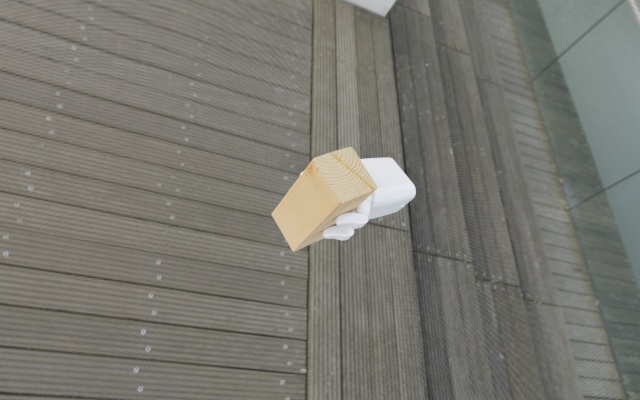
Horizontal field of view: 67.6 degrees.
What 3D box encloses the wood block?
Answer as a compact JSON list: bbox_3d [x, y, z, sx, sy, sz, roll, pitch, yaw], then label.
[{"bbox_3d":[0.000,0.002,0.869,0.090,0.091,0.206,-21,-16,-35],"label":"wood block"}]
